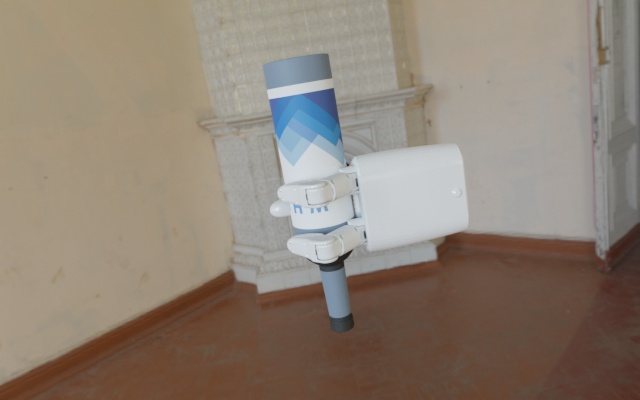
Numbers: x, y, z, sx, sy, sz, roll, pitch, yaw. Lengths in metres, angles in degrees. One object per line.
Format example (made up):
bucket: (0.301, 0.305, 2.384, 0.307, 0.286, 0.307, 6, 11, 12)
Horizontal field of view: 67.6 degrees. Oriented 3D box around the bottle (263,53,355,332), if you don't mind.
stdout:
bottle: (0.000, 0.001, 0.506, 0.069, 0.296, 0.069, -9, 13, 2)
